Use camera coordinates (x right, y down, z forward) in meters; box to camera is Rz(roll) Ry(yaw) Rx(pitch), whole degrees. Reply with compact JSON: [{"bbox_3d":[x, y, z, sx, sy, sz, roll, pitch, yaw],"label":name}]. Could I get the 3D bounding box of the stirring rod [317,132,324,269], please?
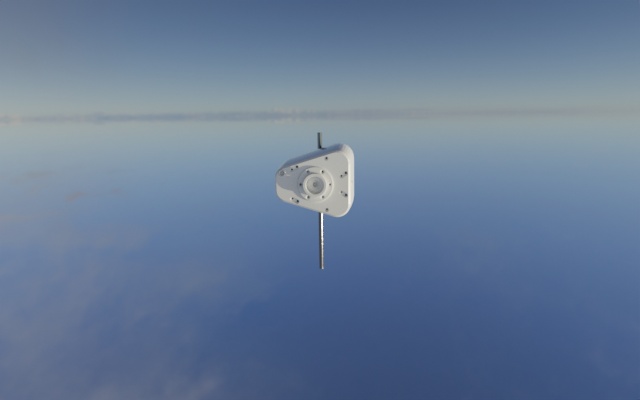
[{"bbox_3d":[0.000,0.003,0.834,0.011,0.239,0.011,-1,10,0],"label":"stirring rod"}]
